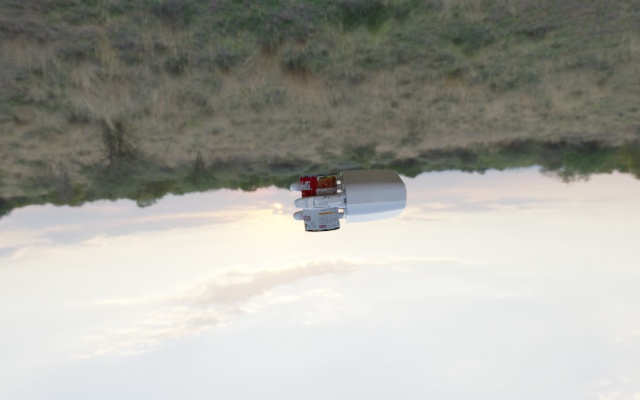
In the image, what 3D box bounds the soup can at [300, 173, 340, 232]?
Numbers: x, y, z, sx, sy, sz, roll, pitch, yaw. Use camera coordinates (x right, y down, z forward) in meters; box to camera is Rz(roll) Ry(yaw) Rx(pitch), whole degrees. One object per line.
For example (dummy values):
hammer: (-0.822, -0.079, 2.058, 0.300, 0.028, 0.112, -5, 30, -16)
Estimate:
soup can: (0.000, 0.003, 0.865, 0.068, 0.102, 0.068, -4, 3, 0)
